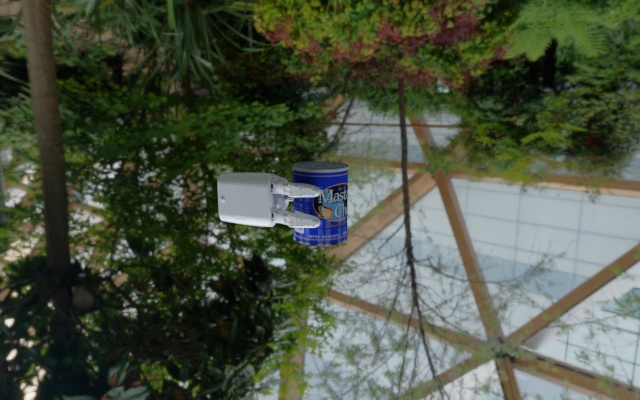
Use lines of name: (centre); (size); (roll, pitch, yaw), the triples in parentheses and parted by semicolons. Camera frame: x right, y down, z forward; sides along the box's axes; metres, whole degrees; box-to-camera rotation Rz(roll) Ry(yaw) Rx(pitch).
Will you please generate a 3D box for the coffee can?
coffee can: (0.000, 0.003, 0.887); (0.103, 0.140, 0.102); (0, 12, 0)
